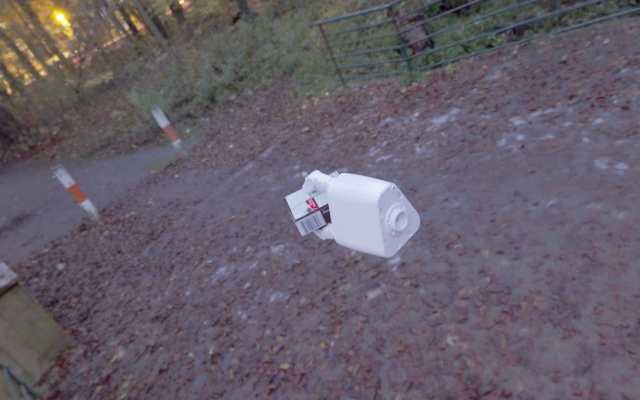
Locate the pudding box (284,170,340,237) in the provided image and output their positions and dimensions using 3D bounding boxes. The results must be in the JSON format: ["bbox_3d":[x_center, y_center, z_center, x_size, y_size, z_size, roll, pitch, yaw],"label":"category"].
[{"bbox_3d":[0.000,0.003,0.825,0.113,0.039,0.090,-26,31,-3],"label":"pudding box"}]
